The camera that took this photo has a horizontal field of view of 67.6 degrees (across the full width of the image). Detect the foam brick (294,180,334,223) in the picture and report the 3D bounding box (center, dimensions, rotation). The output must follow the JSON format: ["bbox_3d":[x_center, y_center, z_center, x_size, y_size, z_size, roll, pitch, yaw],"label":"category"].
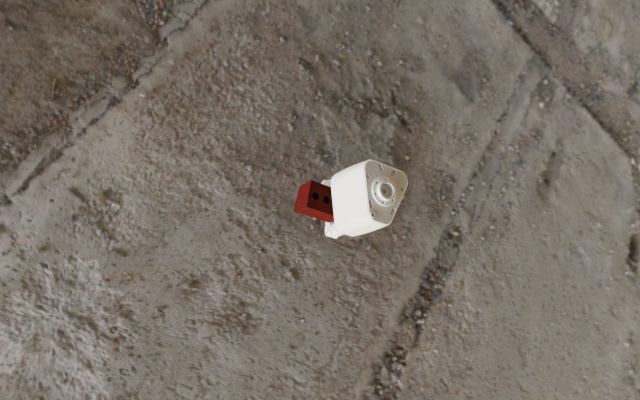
[{"bbox_3d":[0.000,0.003,0.874,0.078,0.053,0.051,18,-19,-23],"label":"foam brick"}]
